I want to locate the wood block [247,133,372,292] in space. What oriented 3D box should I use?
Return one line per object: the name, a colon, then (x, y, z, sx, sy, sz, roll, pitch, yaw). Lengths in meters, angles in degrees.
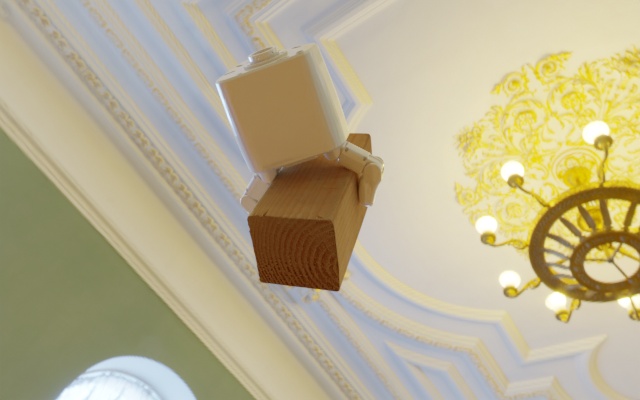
wood block: (0.000, 0.001, 0.562, 0.091, 0.090, 0.206, 4, 32, 16)
